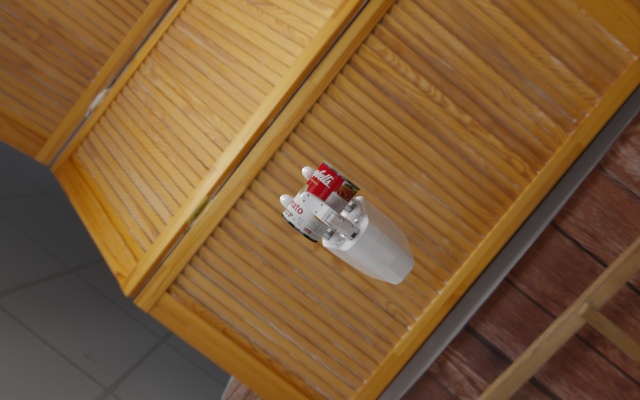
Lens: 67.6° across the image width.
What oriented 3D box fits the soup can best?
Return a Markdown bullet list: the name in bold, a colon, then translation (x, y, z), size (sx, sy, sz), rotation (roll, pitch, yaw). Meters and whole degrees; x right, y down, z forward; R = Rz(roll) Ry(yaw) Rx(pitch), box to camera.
- **soup can**: translation (0.000, 0.002, 0.697), size (0.068, 0.102, 0.068), rotation (38, 3, -3)
